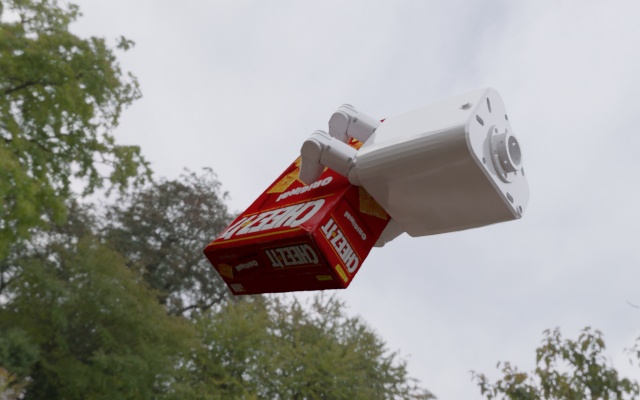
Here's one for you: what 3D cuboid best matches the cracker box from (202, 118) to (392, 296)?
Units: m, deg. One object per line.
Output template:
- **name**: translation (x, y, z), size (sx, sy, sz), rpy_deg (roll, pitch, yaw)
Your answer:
- **cracker box**: translation (0.000, 0.002, 0.513), size (0.164, 0.072, 0.213), rpy_deg (-14, 26, 43)
